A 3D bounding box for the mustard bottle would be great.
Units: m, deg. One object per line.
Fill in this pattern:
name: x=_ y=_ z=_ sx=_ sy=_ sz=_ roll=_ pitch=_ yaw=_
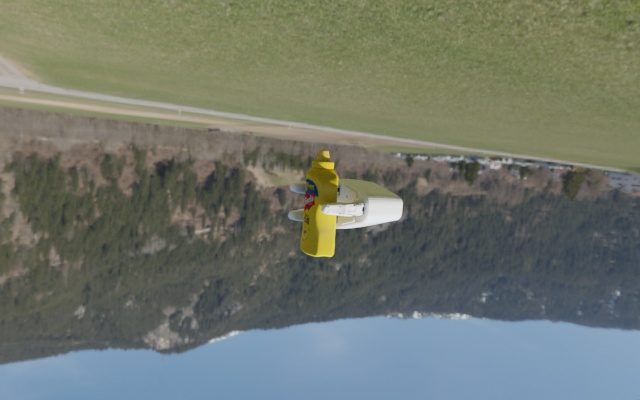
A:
mustard bottle: x=0.000 y=0.003 z=0.886 sx=0.058 sy=0.191 sz=0.096 roll=3 pitch=5 yaw=-17
